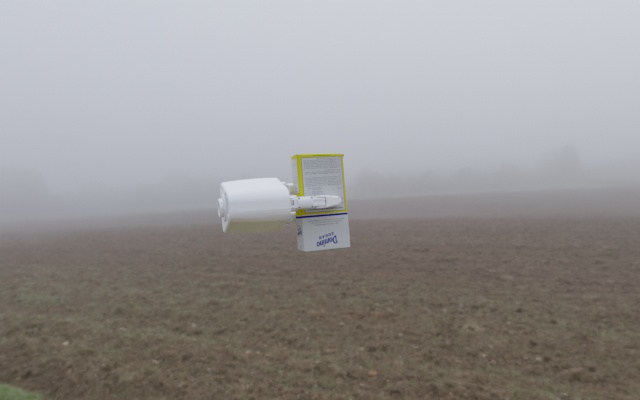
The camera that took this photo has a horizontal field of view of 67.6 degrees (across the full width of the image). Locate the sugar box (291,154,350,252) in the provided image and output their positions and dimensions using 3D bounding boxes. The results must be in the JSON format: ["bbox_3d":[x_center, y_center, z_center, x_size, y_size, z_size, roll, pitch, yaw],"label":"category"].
[{"bbox_3d":[0.000,0.003,0.880,0.093,0.176,0.048,-3,1,-20],"label":"sugar box"}]
